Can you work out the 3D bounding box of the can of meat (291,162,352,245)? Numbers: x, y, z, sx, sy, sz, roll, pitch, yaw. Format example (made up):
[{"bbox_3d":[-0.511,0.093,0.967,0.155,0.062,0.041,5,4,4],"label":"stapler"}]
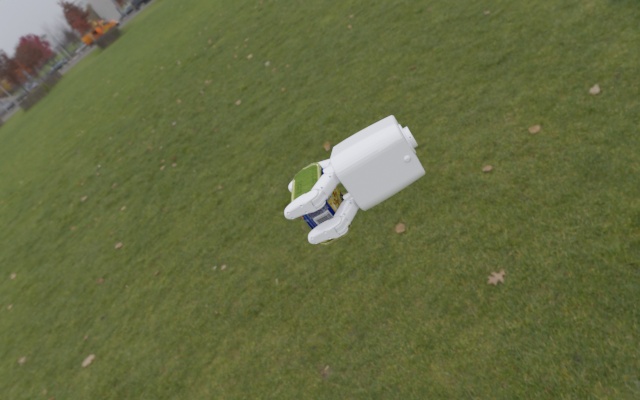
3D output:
[{"bbox_3d":[0.000,0.002,0.730,0.057,0.084,0.102,-28,31,17],"label":"can of meat"}]
